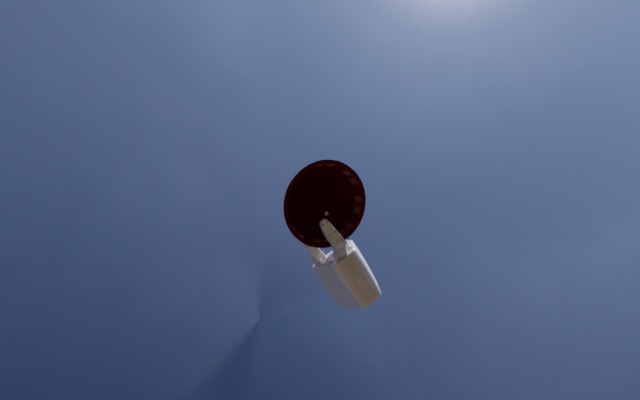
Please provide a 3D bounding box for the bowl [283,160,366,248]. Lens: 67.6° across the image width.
[{"bbox_3d":[0.000,0.002,0.879,0.162,0.162,0.055,0,11,-24],"label":"bowl"}]
